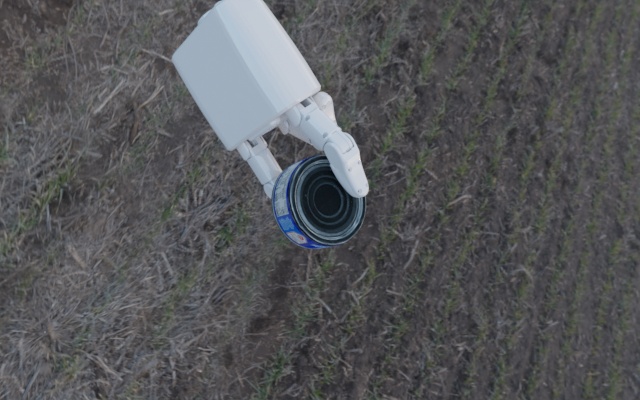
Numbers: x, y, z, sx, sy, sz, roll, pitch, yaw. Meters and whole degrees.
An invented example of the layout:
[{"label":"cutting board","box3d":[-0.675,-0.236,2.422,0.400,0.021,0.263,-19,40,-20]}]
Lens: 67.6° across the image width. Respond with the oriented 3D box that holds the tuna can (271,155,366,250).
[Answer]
[{"label":"tuna can","box3d":[0.000,0.001,0.442,0.086,0.086,0.034,0,-9,-33]}]
